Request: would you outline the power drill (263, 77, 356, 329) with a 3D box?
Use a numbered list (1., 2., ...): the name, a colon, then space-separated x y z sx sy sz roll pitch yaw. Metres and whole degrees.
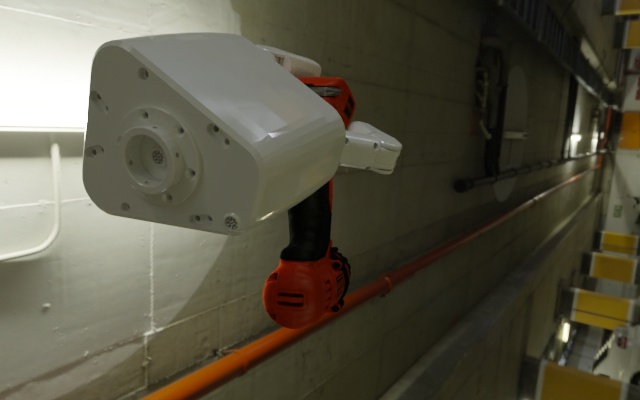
1. power drill: 0.000 0.001 0.407 0.057 0.187 0.184 0 -1 9
